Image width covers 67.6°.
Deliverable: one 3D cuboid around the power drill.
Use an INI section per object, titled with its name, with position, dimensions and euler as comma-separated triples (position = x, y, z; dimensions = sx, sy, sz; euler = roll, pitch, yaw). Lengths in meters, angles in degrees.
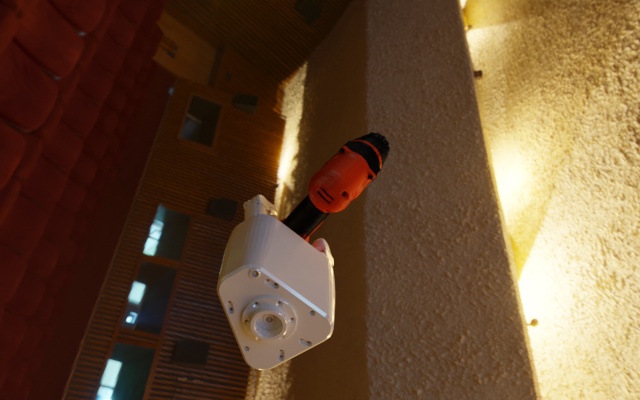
[power drill]
position = 0.000, 0.002, 0.578
dimensions = 0.188, 0.057, 0.184
euler = -49, -4, 32
